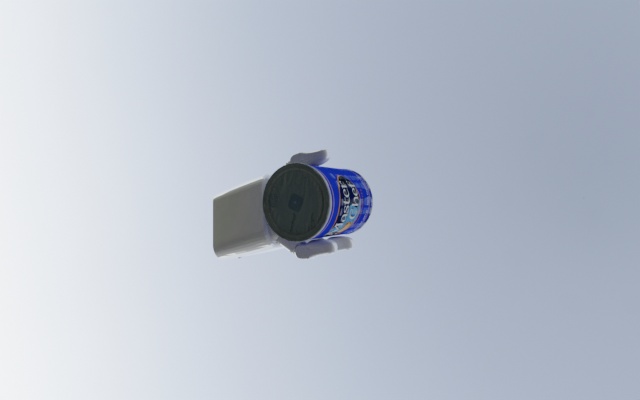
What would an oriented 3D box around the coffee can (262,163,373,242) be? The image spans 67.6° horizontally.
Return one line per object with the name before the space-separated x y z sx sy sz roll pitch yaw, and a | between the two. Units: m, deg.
coffee can | 0.000 0.002 0.674 0.103 0.103 0.140 0 0 29
